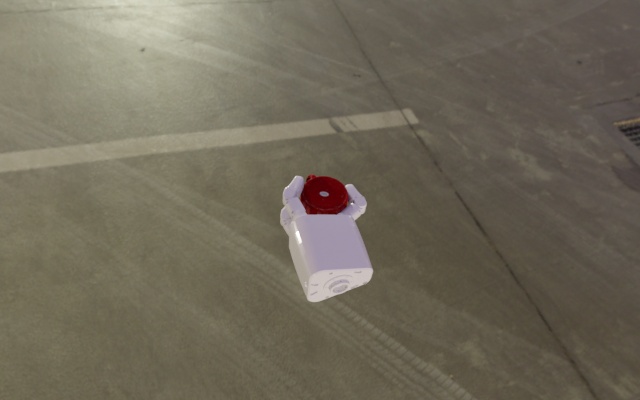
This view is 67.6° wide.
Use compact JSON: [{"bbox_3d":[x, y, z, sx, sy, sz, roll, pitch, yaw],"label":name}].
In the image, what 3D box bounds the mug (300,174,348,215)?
[{"bbox_3d":[0.000,0.002,0.845,0.093,0.117,0.082,-11,-38,-16],"label":"mug"}]
